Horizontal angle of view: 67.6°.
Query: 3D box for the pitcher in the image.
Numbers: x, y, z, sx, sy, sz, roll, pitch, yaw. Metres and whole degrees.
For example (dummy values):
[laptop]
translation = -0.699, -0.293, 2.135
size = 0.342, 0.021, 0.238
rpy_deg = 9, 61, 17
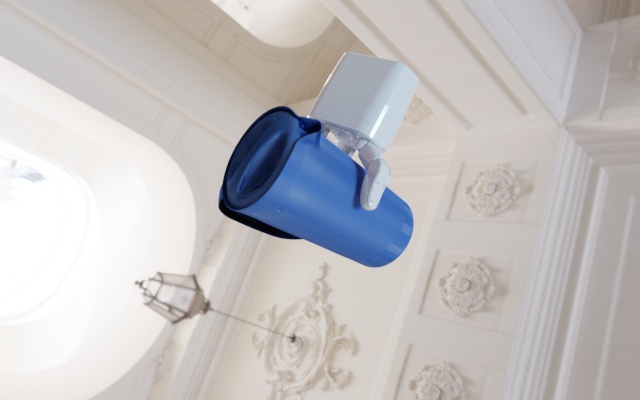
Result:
[pitcher]
translation = 0.000, 0.002, 0.613
size = 0.243, 0.145, 0.149
rpy_deg = 31, -6, -36
